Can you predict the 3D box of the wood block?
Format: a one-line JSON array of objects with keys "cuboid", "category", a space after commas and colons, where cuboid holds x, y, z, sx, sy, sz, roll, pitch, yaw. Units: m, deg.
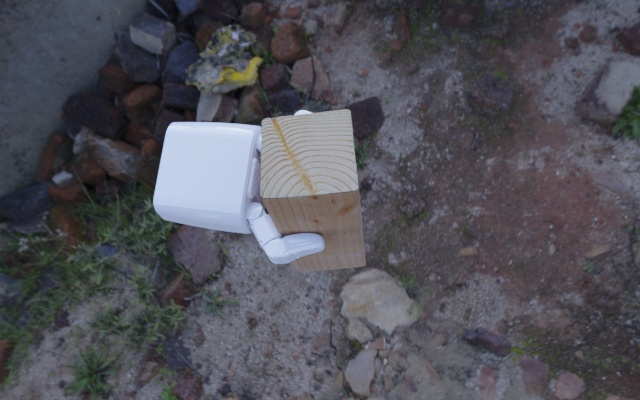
[{"cuboid": [0.000, 0.002, 0.531, 0.090, 0.090, 0.206, -5, -27, 5], "category": "wood block"}]
